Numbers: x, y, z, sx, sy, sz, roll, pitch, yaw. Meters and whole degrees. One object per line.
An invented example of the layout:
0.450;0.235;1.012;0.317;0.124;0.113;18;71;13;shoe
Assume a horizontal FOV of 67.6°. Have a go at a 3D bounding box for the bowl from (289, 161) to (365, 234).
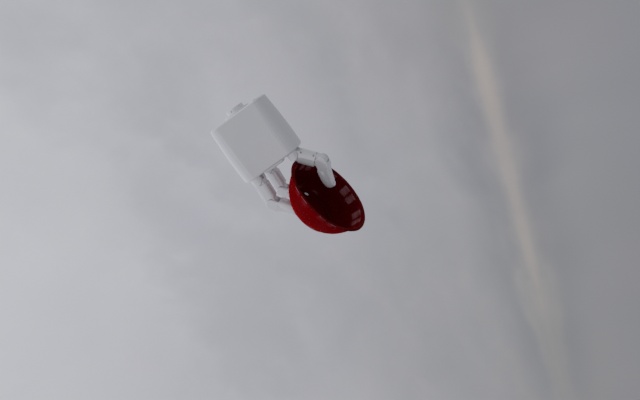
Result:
0.001;0.004;0.828;0.162;0.162;0.055;0;-39;-51;bowl
